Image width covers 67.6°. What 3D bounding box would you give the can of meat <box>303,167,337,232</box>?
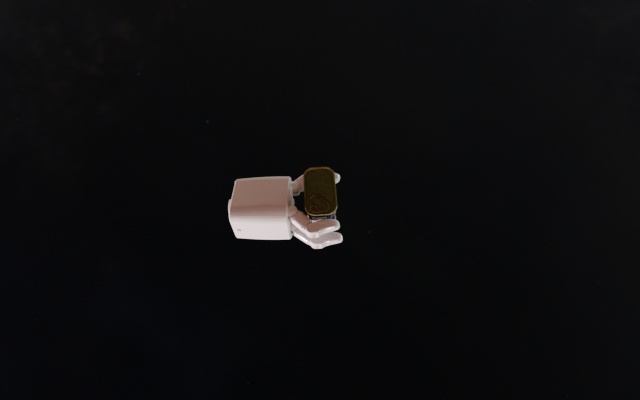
[{"bbox_3d":[0.000,0.003,0.886,0.057,0.102,0.084,-4,-31,-1],"label":"can of meat"}]
